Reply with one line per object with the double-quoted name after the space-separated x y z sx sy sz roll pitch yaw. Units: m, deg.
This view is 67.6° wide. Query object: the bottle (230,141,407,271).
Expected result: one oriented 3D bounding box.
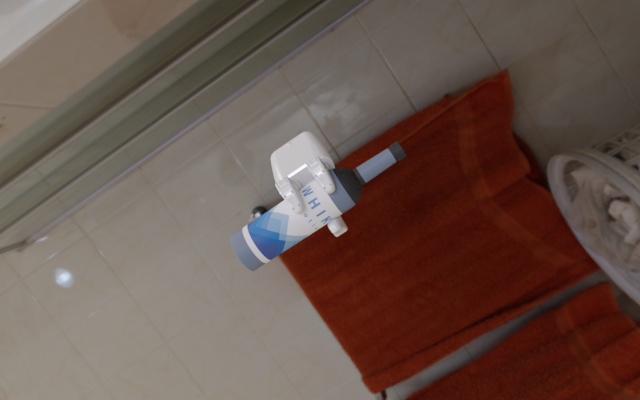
0.000 0.003 0.733 0.296 0.069 0.069 -33 -4 6 "bottle"
